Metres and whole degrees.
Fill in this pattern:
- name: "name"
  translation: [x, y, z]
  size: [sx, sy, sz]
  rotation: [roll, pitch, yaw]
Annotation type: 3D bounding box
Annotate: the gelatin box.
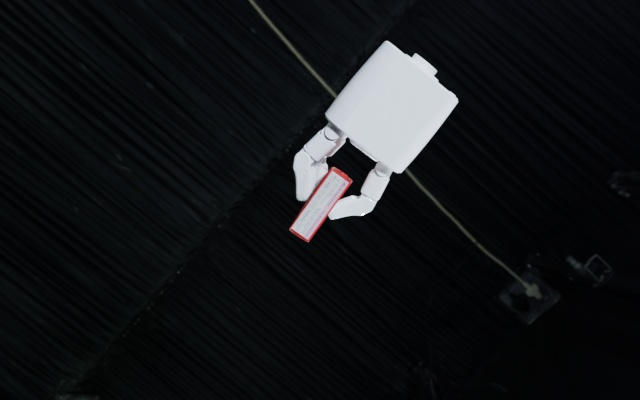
- name: "gelatin box"
  translation: [0.000, 0.002, 0.572]
  size: [0.030, 0.089, 0.073]
  rotation: [35, 4, -2]
